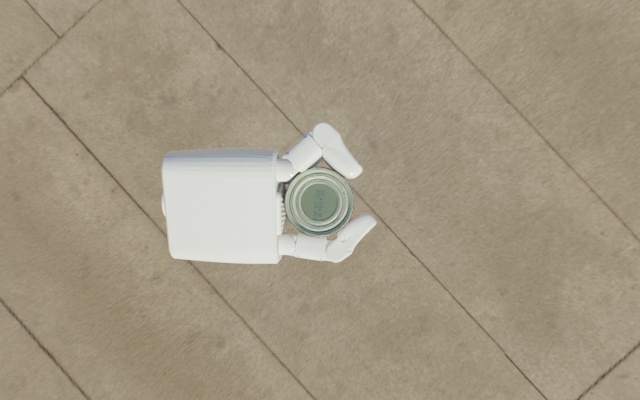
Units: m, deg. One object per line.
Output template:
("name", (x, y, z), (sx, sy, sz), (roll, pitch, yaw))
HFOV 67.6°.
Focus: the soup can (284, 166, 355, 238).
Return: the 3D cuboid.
("soup can", (0.001, 0.002, 0.491), (0.068, 0.068, 0.102), (0, 0, 2))
